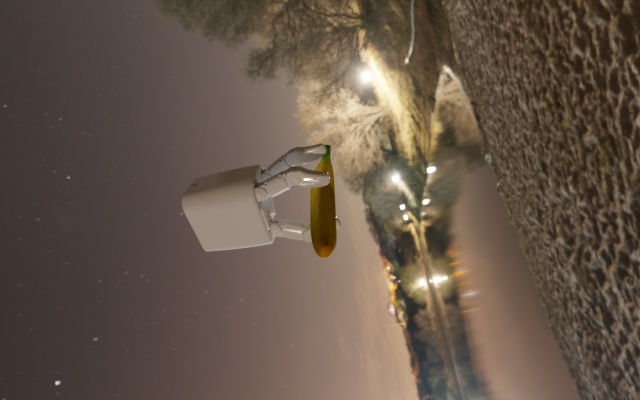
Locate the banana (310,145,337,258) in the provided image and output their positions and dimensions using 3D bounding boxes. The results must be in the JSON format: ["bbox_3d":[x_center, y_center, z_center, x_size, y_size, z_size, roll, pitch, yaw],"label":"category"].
[{"bbox_3d":[0.002,0.012,0.668,0.037,0.197,0.070,-5,-41,5],"label":"banana"}]
